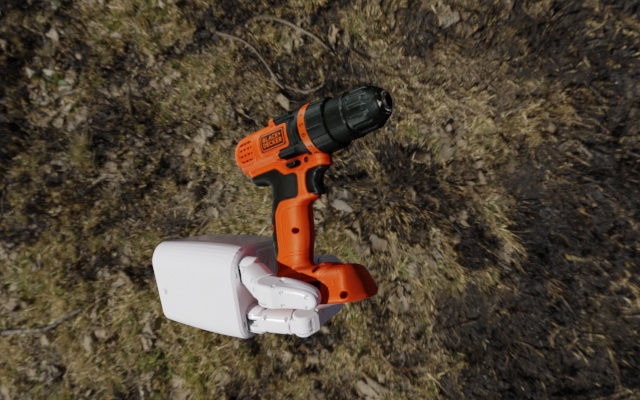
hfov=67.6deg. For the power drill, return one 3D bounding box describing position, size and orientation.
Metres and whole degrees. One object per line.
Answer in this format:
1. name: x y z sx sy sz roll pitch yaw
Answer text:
1. power drill: 0.000 0.002 0.450 0.184 0.187 0.057 -16 -12 41
